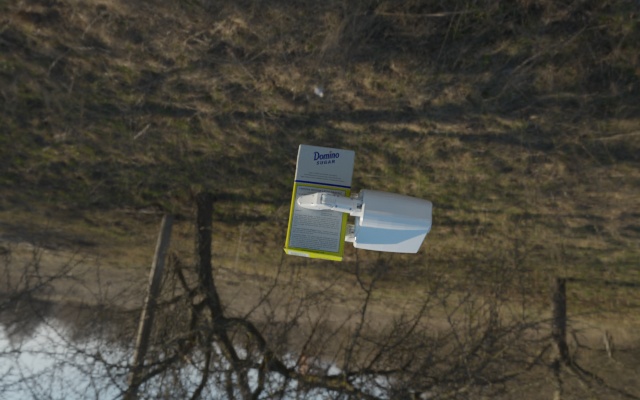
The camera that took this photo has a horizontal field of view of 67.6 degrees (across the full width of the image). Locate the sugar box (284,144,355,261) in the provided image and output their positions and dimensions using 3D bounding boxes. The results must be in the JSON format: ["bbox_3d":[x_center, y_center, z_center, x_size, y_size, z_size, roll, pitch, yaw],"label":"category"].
[{"bbox_3d":[0.000,0.003,0.769,0.093,0.176,0.048,8,-16,2],"label":"sugar box"}]
